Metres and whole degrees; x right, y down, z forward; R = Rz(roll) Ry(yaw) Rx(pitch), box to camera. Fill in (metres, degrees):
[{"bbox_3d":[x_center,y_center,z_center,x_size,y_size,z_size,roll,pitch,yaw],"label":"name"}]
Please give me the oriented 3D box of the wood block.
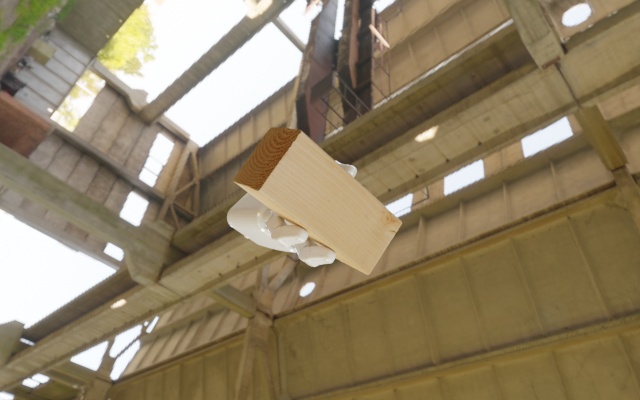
[{"bbox_3d":[0.000,0.002,0.640,0.206,0.091,0.090,39,-11,-31],"label":"wood block"}]
